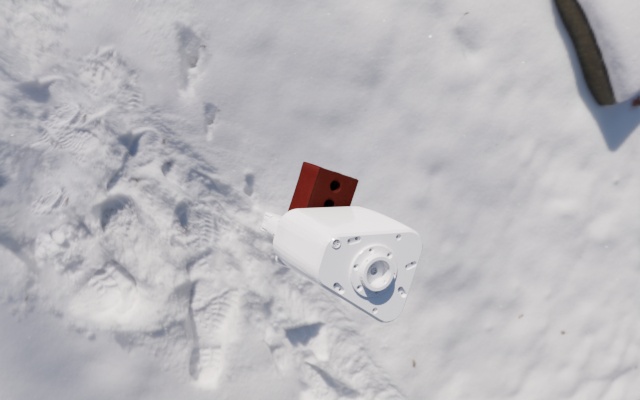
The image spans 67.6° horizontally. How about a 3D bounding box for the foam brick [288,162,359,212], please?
[{"bbox_3d":[0.000,0.001,0.544,0.053,0.078,0.051,17,1,-25],"label":"foam brick"}]
